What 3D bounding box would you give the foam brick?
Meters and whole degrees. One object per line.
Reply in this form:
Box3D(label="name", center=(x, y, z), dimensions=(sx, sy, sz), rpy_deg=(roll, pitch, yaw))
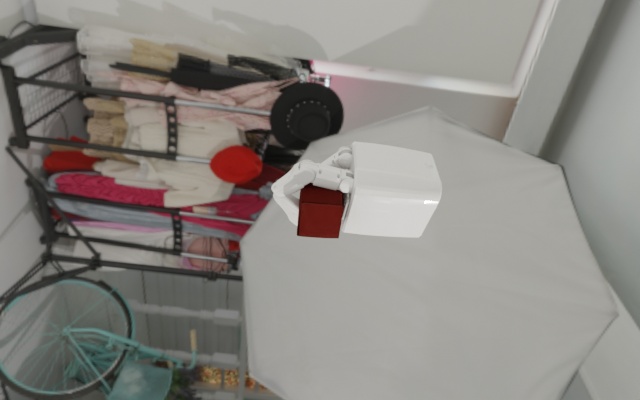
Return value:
Box3D(label="foam brick", center=(0.000, 0.002, 0.586), dimensions=(0.051, 0.053, 0.078), rpy_deg=(6, 37, -4))
